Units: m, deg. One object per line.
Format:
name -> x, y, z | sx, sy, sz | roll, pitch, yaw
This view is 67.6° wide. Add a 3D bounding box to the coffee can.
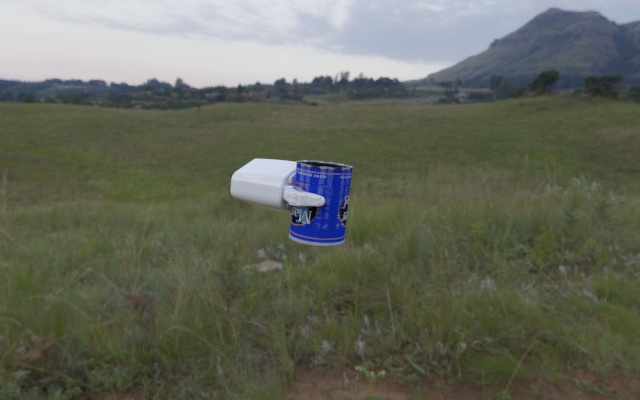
coffee can -> 0.000, 0.003, 0.867 | 0.103, 0.140, 0.103 | 6, 10, -1
